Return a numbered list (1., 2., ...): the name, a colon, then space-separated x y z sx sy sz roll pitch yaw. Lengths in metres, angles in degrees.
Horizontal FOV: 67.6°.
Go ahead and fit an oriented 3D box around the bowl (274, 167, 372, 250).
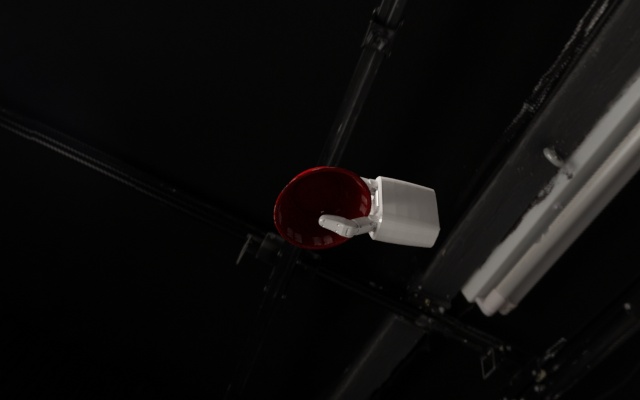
1. bowl: -0.001 0.002 0.786 0.162 0.162 0.055 0 35 -15
